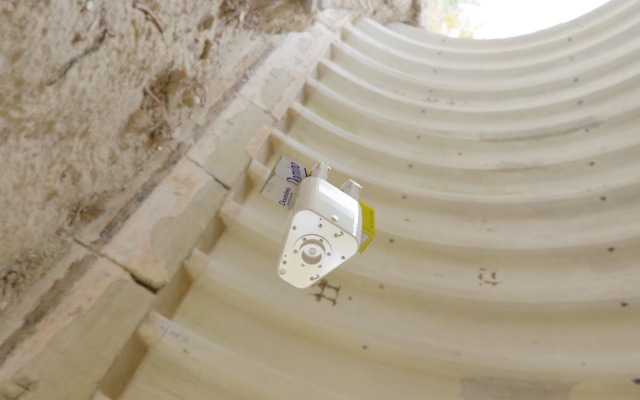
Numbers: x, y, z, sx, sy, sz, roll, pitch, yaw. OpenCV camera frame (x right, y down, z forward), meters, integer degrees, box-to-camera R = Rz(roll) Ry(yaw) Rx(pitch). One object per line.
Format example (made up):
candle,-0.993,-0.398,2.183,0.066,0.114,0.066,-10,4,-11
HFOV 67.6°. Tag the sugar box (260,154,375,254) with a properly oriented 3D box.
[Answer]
sugar box,0.000,0.002,0.731,0.176,0.048,0.093,33,22,-10
